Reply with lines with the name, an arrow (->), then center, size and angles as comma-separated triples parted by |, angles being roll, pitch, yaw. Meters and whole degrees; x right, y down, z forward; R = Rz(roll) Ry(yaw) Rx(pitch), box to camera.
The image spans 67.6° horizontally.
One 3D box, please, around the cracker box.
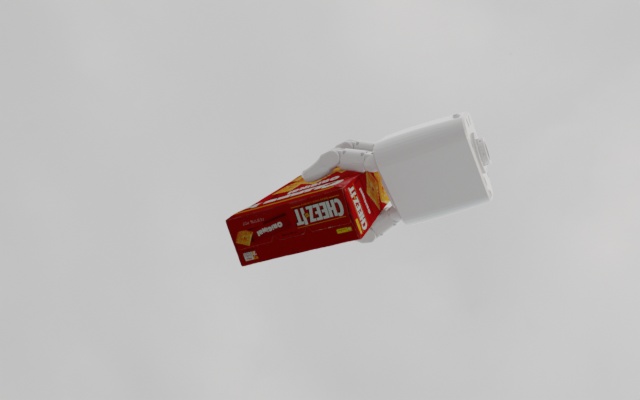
cracker box -> 0.000, 0.002, 0.638 | 0.164, 0.072, 0.213 | -16, 9, 25
